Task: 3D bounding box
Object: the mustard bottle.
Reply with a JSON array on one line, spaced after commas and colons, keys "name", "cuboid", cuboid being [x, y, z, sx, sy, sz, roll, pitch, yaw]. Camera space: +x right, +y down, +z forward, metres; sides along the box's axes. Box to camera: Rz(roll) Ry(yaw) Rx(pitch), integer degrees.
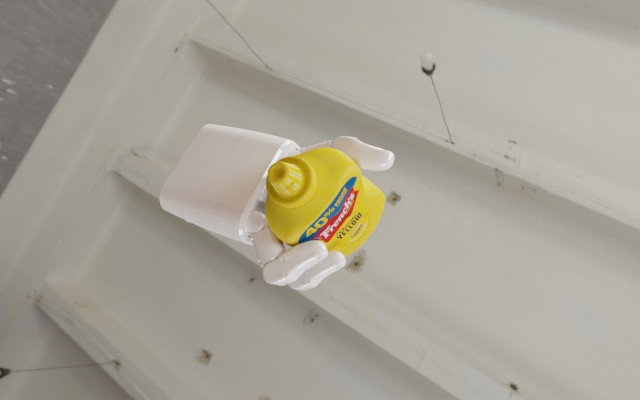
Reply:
[{"name": "mustard bottle", "cuboid": [0.000, 0.002, 0.444, 0.058, 0.096, 0.192, 43, 4, 25]}]
